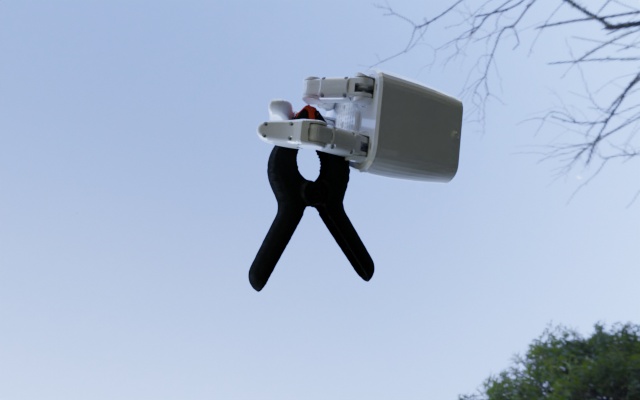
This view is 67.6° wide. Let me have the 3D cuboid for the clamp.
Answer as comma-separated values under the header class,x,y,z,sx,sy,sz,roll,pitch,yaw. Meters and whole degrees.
class,x,y,z,sx,sy,sz,roll,pitch,yaw
clamp,0.000,0.001,0.444,0.120,0.171,0.039,9,-5,-27
